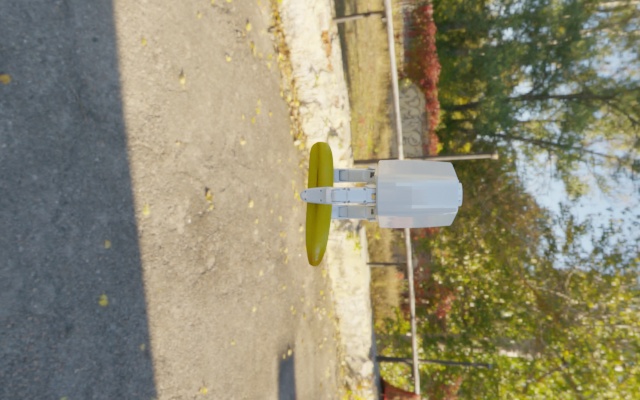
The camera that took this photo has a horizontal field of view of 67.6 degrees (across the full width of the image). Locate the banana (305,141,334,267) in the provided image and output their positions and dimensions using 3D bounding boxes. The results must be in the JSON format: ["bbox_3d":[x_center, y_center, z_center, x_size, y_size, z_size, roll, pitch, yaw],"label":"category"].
[{"bbox_3d":[0.000,-0.008,0.682,0.037,0.197,0.070,2,-22,2],"label":"banana"}]
